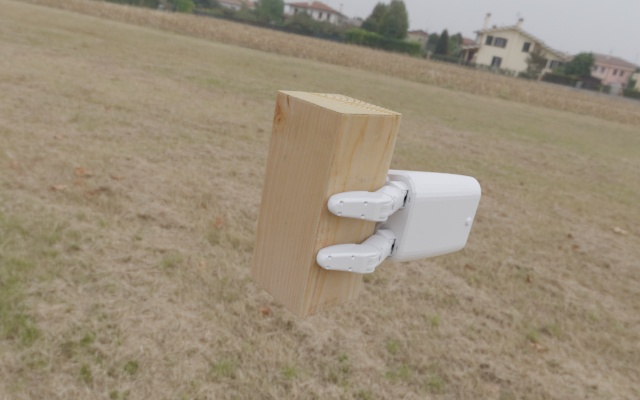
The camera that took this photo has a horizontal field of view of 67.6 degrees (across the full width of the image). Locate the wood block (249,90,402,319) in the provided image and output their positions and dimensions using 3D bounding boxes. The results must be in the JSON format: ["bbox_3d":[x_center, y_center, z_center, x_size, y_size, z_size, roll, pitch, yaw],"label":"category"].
[{"bbox_3d":[0.000,0.001,0.490,0.090,0.206,0.090,-9,28,-43],"label":"wood block"}]
